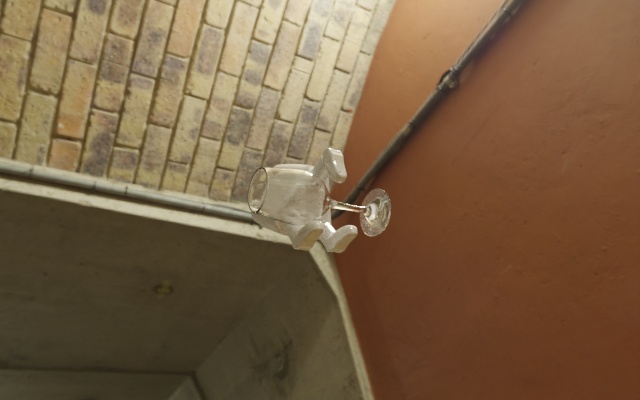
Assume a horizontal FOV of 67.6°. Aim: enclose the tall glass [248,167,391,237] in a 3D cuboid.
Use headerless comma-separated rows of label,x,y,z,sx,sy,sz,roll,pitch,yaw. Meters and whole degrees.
tall glass,0.001,0.002,0.682,0.201,0.079,0.079,11,-6,-31
